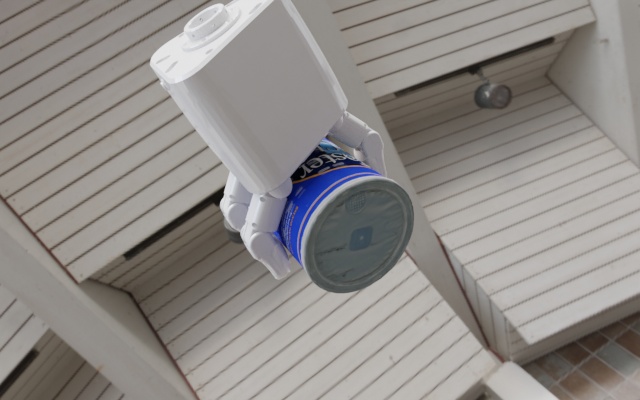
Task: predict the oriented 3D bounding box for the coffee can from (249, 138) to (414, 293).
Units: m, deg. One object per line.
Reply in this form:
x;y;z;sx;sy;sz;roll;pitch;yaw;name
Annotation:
0.000;0.002;0.428;0.103;0.103;0.140;0;24;-31;coffee can
